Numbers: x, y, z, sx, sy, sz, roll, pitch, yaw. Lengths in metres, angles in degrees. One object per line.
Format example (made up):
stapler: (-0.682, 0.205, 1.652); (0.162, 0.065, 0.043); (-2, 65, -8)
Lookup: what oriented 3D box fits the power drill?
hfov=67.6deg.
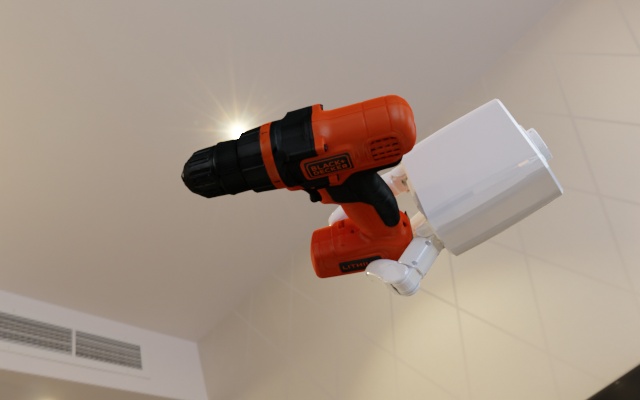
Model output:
power drill: (0.000, 0.002, 0.415); (0.184, 0.057, 0.188); (-12, -36, 13)
